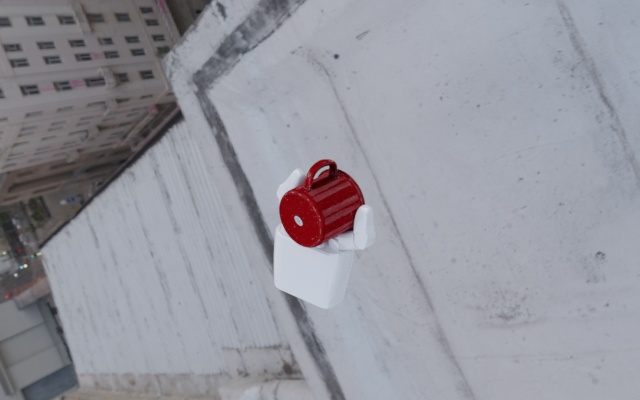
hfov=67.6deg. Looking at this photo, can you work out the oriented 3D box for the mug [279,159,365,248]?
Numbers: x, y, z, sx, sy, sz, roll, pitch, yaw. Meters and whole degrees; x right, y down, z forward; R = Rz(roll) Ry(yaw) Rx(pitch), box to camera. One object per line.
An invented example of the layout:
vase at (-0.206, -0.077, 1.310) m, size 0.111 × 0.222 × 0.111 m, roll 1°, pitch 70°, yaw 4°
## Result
mug at (0.000, 0.001, 0.632) m, size 0.093 × 0.117 × 0.081 m, roll 27°, pitch 36°, yaw 34°
